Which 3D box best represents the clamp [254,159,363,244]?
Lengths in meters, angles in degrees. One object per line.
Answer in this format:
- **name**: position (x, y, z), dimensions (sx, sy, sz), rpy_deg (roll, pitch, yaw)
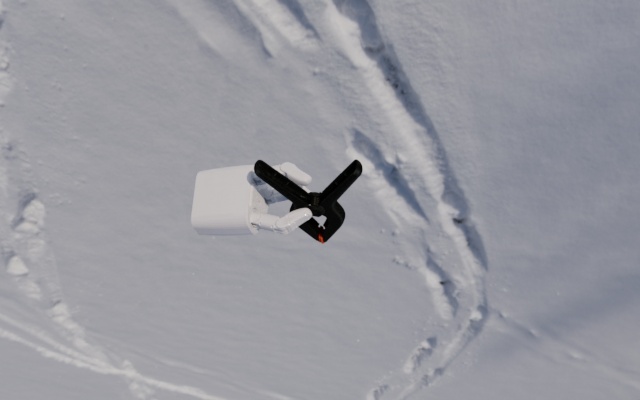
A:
- **clamp**: position (0.000, 0.004, 0.779), dimensions (0.164, 0.036, 0.210), rpy_deg (-3, -38, 15)
